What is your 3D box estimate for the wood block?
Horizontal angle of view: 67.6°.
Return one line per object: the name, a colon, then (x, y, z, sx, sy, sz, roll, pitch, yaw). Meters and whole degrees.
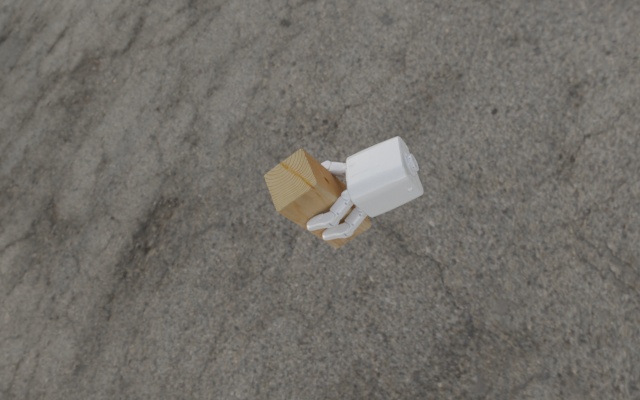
wood block: (0.000, 0.002, 0.896, 0.090, 0.090, 0.206, -35, -38, 15)
